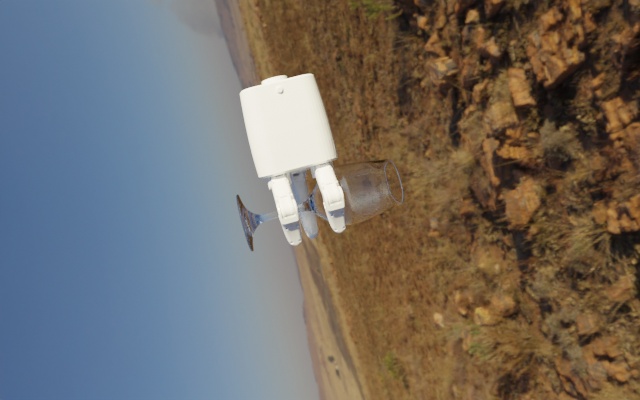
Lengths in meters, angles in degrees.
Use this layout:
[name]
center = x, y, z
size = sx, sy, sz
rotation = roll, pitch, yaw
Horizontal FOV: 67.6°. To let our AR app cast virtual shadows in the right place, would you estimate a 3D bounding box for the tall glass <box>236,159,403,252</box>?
[tall glass]
center = -0.001, 0.002, 0.607
size = 0.201, 0.079, 0.079
rotation = -15, 1, -5
